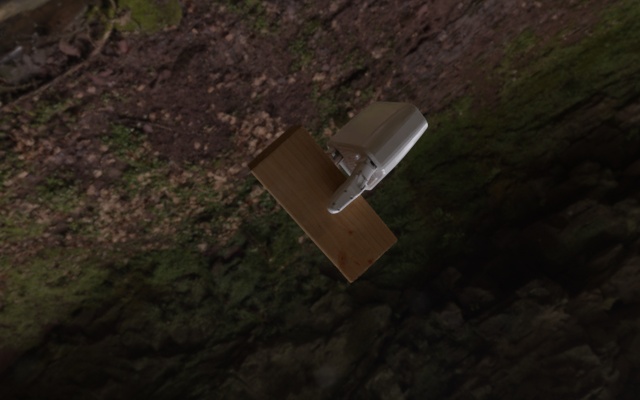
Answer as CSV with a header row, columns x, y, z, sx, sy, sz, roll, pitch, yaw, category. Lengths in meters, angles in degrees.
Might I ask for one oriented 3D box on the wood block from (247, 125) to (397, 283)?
x,y,z,sx,sy,sz,roll,pitch,yaw,category
0.001,0.002,0.669,0.090,0.206,0.091,-42,14,-4,wood block
